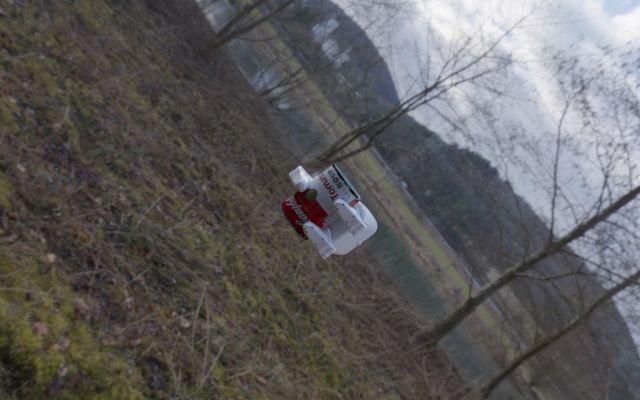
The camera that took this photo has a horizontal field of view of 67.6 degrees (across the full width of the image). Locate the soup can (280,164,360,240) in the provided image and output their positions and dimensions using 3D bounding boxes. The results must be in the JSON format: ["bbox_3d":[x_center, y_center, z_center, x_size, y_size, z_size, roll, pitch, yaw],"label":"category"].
[{"bbox_3d":[0.000,0.002,0.709,0.102,0.068,0.068,-37,-5,7],"label":"soup can"}]
